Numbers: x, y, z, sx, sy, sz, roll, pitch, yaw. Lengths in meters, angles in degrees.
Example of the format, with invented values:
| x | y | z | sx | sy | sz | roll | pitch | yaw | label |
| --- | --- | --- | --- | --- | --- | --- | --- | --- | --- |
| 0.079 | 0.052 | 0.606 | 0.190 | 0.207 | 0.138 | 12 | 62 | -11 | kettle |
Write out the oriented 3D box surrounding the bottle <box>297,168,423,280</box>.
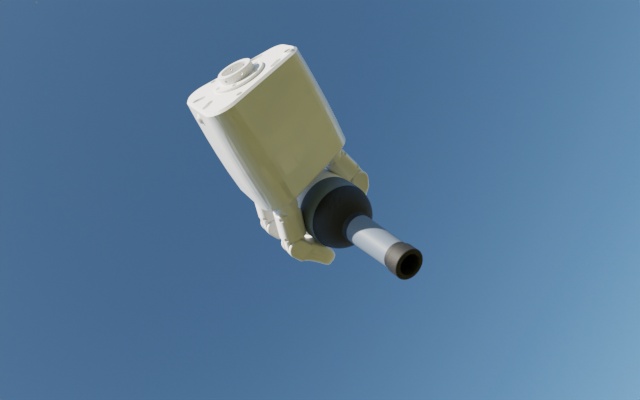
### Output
| x | y | z | sx | sy | sz | roll | pitch | yaw | label |
| --- | --- | --- | --- | --- | --- | --- | --- | --- | --- |
| 0.000 | 0.002 | 0.497 | 0.069 | 0.069 | 0.295 | 0 | 20 | -31 | bottle |
